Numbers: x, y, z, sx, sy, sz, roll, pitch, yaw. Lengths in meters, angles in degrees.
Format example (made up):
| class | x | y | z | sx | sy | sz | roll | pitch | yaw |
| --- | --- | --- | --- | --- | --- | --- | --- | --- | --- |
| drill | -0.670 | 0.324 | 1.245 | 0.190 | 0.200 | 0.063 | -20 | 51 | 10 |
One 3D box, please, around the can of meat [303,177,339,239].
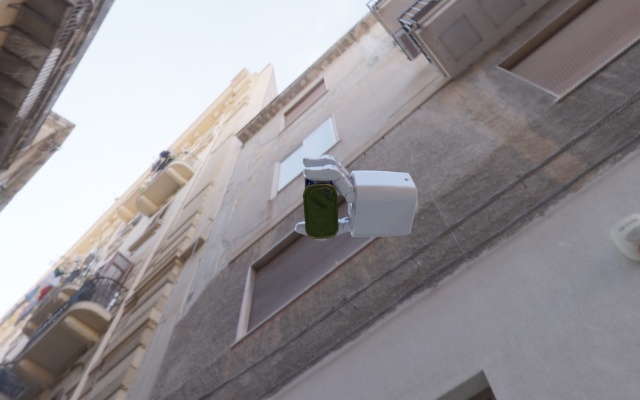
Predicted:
| class | x | y | z | sx | sy | sz | roll | pitch | yaw |
| --- | --- | --- | --- | --- | --- | --- | --- | --- | --- |
| can of meat | 0.000 | 0.003 | 0.837 | 0.057 | 0.102 | 0.084 | -3 | 25 | 0 |
